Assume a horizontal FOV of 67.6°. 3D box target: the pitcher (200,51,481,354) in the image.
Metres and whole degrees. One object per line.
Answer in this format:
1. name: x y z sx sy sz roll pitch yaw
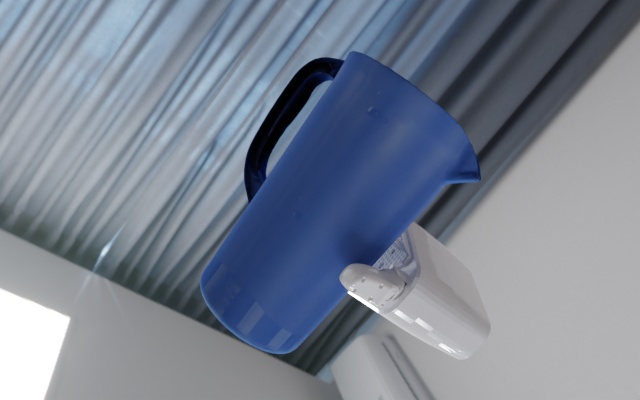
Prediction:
1. pitcher: 0.000 0.001 0.414 0.145 0.243 0.149 35 8 -22
